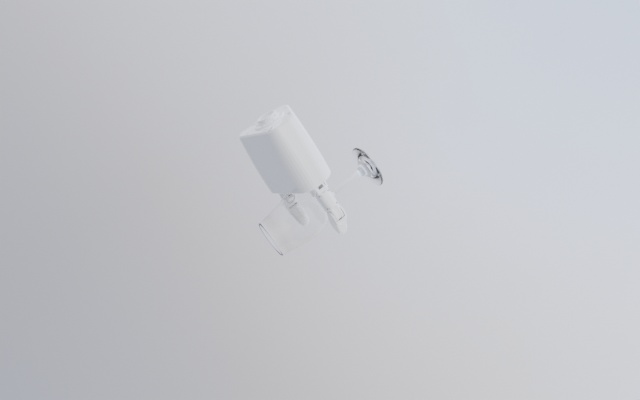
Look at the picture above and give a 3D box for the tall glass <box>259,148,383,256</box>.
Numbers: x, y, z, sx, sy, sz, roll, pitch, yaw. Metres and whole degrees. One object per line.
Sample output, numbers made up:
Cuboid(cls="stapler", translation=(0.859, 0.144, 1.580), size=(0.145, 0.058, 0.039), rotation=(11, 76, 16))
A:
Cuboid(cls="tall glass", translation=(0.001, 0.002, 0.758), size=(0.201, 0.079, 0.079), rotation=(-37, 10, -13))
